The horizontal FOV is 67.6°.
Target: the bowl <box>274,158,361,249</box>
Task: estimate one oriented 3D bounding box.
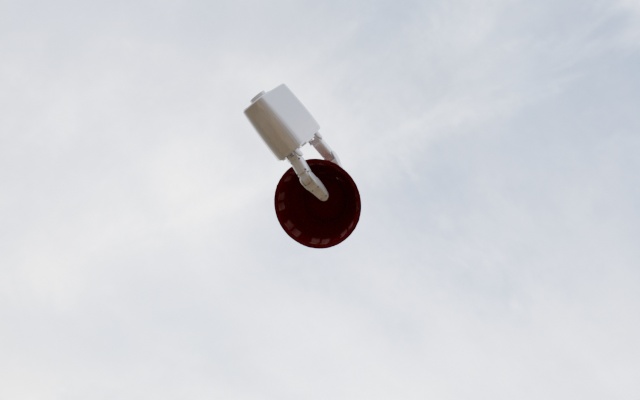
[{"bbox_3d":[0.001,0.004,0.863,0.162,0.162,0.055,0,9,17],"label":"bowl"}]
